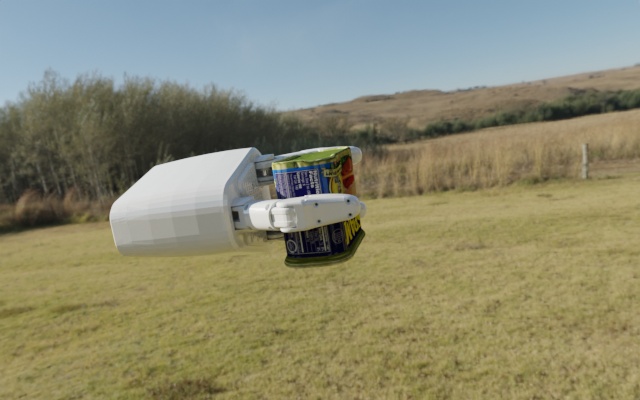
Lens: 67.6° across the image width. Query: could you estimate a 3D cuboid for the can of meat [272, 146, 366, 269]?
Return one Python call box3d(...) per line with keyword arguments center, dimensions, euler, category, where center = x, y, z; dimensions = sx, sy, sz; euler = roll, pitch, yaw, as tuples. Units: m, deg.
box3d(center=(0.000, 0.001, 0.409), dimensions=(0.057, 0.084, 0.102), euler=(-6, 10, 16), category="can of meat")
